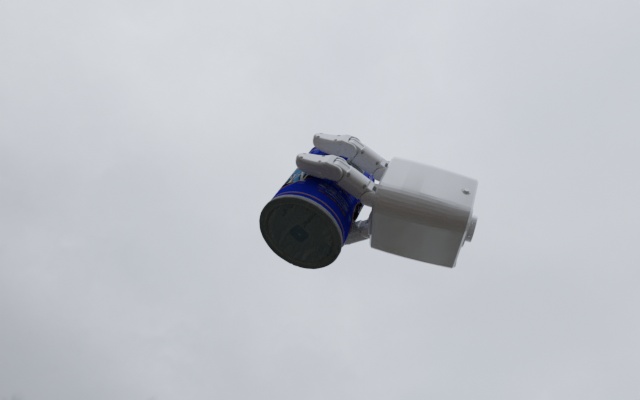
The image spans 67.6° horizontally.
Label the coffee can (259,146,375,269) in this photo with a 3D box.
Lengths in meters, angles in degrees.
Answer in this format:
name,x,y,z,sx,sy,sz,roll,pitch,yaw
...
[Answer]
name,x,y,z,sx,sy,sz,roll,pitch,yaw
coffee can,0.000,0.002,0.598,0.103,0.103,0.140,0,33,25
